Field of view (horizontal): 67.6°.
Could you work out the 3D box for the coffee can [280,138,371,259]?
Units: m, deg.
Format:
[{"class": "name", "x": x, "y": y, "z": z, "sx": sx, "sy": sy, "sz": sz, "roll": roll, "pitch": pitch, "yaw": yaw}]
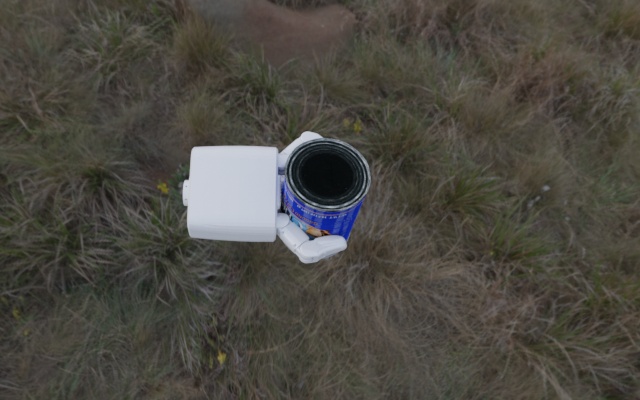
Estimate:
[{"class": "coffee can", "x": 0.000, "y": 0.002, "z": 0.617, "sx": 0.103, "sy": 0.102, "sz": 0.140, "roll": 0, "pitch": -30, "yaw": -8}]
